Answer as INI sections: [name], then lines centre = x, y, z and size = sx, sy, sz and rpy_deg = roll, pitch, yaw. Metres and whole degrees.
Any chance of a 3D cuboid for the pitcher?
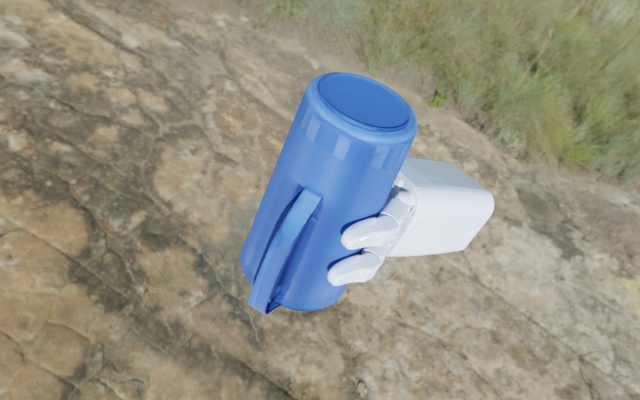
[pitcher]
centre = 0.000, 0.002, 0.494
size = 0.145, 0.243, 0.149
rpy_deg = 1, 45, -24
